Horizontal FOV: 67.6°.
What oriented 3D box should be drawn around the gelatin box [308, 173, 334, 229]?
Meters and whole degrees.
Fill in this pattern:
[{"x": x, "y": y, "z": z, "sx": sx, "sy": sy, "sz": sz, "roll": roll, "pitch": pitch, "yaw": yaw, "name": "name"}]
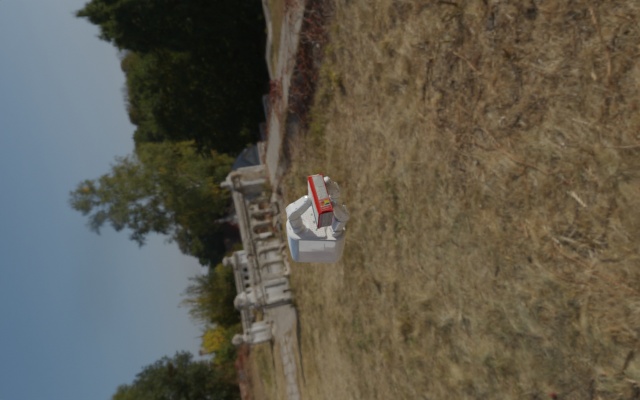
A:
[{"x": 0.000, "y": 0.003, "z": 0.859, "sx": 0.030, "sy": 0.073, "sz": 0.089, "roll": -14, "pitch": -20, "yaw": -6, "name": "gelatin box"}]
